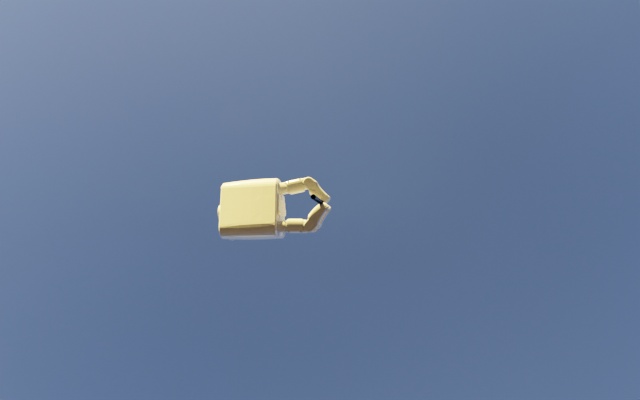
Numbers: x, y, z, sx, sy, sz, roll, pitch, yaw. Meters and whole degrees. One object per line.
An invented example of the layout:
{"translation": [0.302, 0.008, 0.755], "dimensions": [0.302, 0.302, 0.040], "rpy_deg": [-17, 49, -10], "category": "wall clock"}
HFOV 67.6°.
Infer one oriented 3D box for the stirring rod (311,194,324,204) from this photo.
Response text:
{"translation": [0.000, 0.003, 0.837], "dimensions": [0.011, 0.011, 0.239], "rpy_deg": [0, -4, 5], "category": "stirring rod"}
